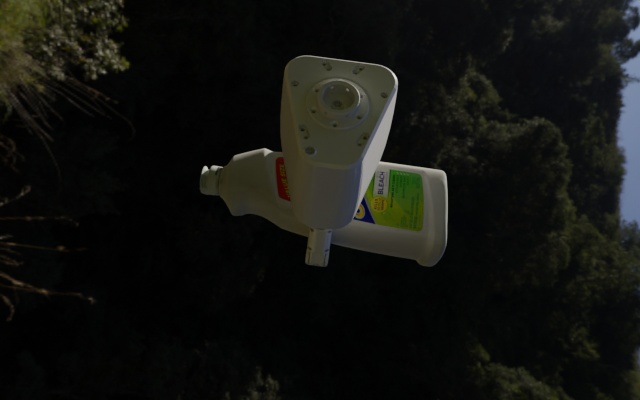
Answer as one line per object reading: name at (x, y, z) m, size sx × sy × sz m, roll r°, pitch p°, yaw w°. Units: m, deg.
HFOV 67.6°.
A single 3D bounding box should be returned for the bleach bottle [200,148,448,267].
bleach bottle at (0.000, 0.002, 0.498) m, size 0.251 × 0.102 × 0.068 m, roll 7°, pitch -26°, yaw 0°
